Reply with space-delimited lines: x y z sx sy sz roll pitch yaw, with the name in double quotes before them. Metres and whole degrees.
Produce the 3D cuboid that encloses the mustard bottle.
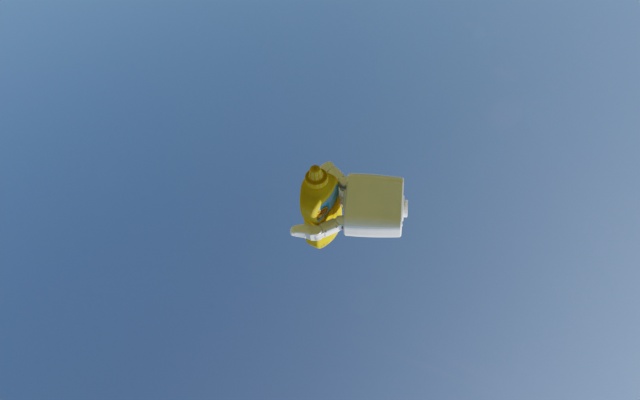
"mustard bottle" 0.000 0.003 0.894 0.058 0.096 0.192 24 -31 22
